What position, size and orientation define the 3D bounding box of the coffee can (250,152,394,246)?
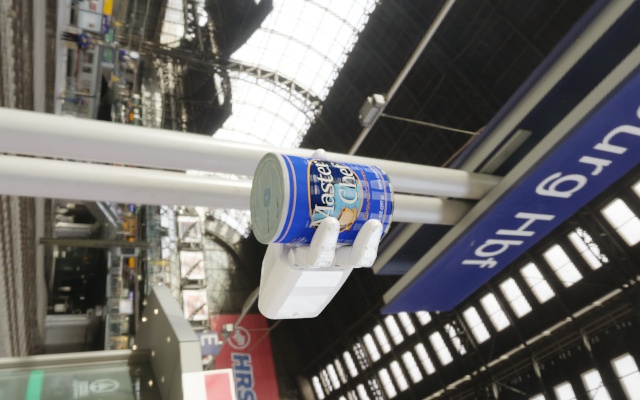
[{"bbox_3d":[0.000,0.002,0.563,0.140,0.103,0.103,5,-2,-28],"label":"coffee can"}]
